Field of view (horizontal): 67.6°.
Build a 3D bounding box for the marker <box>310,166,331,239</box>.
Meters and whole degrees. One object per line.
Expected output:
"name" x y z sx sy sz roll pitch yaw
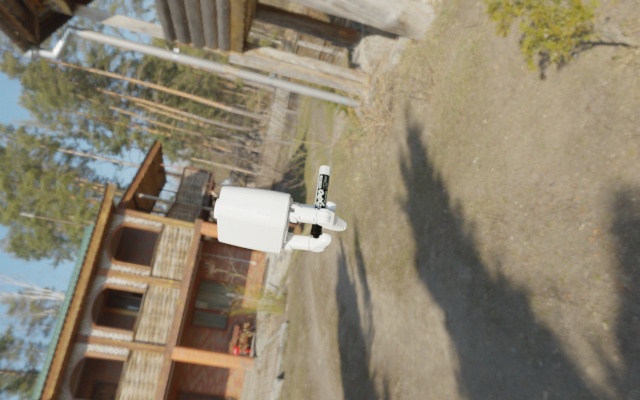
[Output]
"marker" 0.000 0.002 0.759 0.020 0.121 0.020 7 -20 3
